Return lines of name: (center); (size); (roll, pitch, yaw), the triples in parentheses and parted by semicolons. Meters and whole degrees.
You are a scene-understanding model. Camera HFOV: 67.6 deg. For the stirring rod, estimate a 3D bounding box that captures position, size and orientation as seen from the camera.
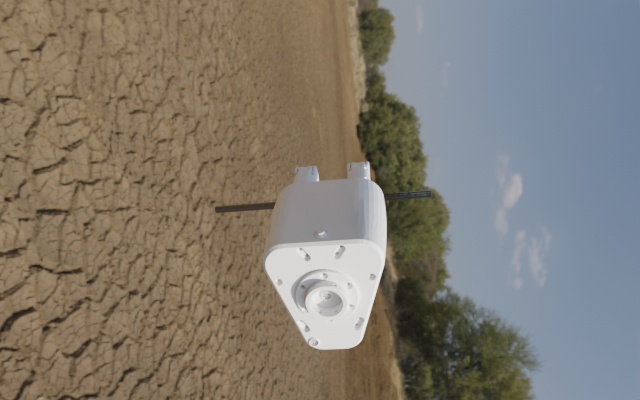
stirring rod: (0.000, 0.002, 0.531); (0.239, 0.011, 0.011); (-4, -1, 6)
